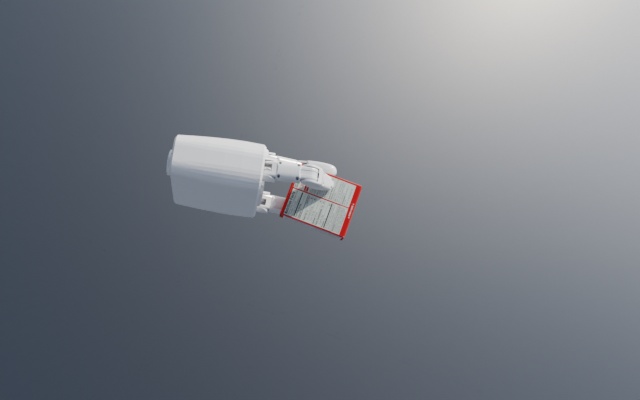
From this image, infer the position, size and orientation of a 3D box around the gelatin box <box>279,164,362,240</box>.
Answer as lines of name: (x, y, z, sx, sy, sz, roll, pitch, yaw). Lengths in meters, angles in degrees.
gelatin box: (0.000, 0.002, 0.621, 0.089, 0.073, 0.030, 20, -13, -2)
